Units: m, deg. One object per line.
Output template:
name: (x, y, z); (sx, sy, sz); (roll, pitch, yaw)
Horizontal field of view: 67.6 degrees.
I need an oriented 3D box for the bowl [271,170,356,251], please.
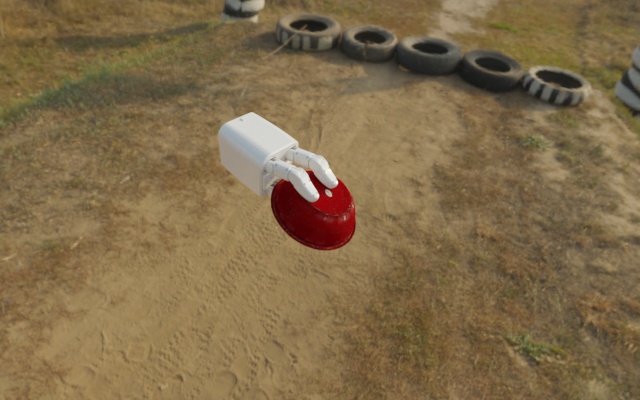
bowl: (0.001, 0.003, 0.809); (0.162, 0.162, 0.055); (0, -35, -31)
